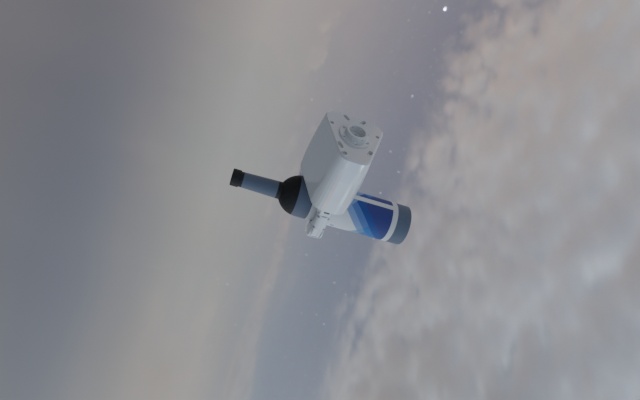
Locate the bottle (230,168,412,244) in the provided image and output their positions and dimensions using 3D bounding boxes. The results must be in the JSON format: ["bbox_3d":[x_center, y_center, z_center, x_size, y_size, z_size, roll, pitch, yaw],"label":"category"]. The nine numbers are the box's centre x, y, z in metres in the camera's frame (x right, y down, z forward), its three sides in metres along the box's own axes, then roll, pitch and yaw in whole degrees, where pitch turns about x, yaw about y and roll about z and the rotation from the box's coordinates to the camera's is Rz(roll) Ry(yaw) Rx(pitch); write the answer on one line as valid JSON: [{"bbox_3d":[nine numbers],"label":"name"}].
[{"bbox_3d":[0.000,0.003,0.774,0.296,0.069,0.069,16,-4,-12],"label":"bottle"}]
